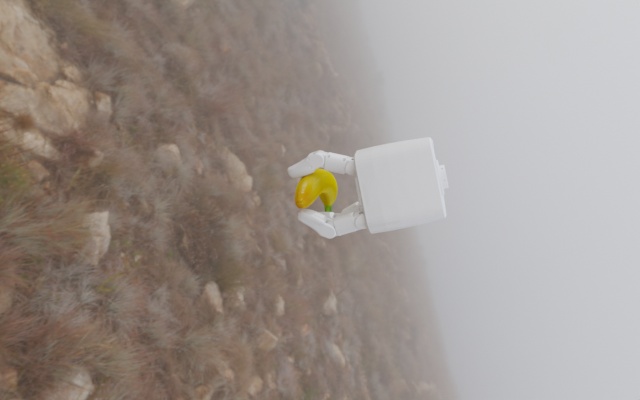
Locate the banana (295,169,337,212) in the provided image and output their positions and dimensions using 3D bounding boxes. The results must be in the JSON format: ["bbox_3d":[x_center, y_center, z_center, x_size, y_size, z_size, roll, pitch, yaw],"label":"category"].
[{"bbox_3d":[-0.001,-0.016,0.732,0.037,0.069,0.198,-8,-7,14],"label":"banana"}]
